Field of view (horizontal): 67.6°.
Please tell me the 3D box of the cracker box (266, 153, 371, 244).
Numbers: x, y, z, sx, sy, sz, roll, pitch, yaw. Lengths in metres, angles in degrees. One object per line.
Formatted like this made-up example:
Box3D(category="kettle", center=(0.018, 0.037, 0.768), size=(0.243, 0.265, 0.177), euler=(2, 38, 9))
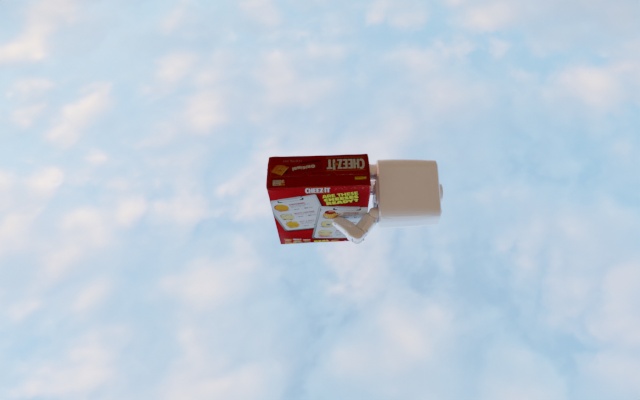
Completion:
Box3D(category="cracker box", center=(0.000, 0.003, 0.839), size=(0.164, 0.072, 0.214), euler=(-2, -29, 1))
